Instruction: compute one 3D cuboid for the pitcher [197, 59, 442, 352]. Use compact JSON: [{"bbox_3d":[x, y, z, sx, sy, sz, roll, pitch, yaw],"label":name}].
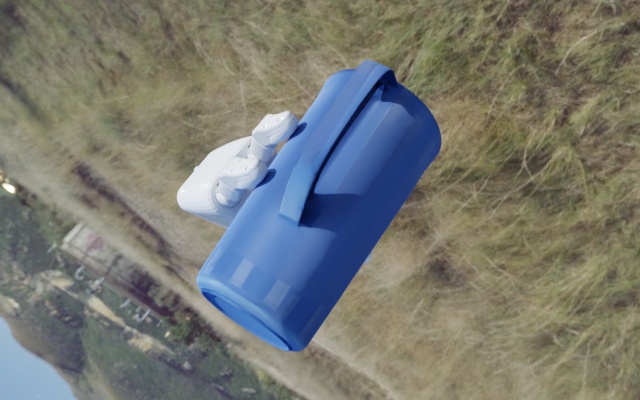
[{"bbox_3d":[0.000,0.001,0.428,0.145,0.242,0.149,0,-41,53],"label":"pitcher"}]
